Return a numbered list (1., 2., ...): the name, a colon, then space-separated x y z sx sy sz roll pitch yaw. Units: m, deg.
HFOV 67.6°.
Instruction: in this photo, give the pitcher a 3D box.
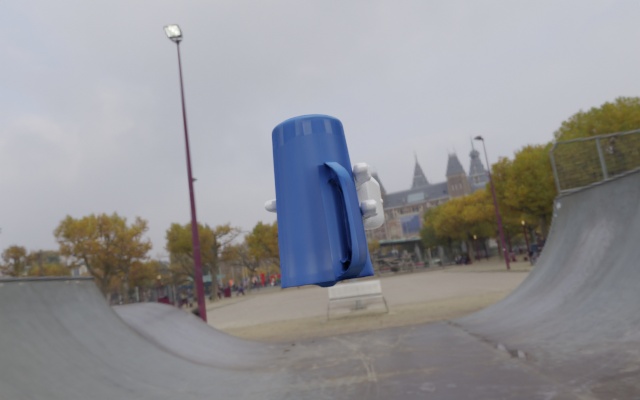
1. pitcher: 0.000 0.002 0.688 0.149 0.243 0.145 -11 -9 20
